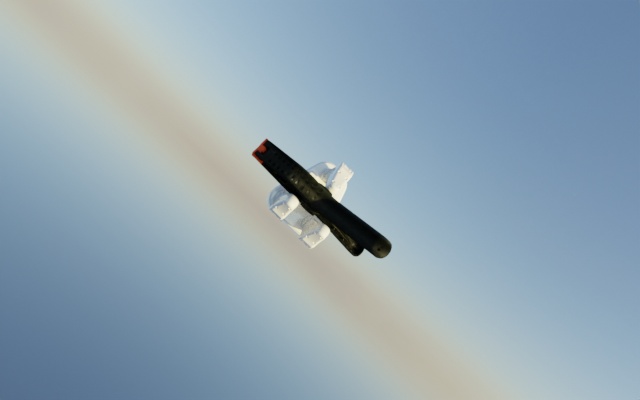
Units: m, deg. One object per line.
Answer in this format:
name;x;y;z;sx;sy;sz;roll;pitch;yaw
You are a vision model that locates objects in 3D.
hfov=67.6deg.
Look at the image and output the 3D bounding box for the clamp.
clamp;0.000;0.001;0.603;0.210;0.036;0.164;44;-10;-8
